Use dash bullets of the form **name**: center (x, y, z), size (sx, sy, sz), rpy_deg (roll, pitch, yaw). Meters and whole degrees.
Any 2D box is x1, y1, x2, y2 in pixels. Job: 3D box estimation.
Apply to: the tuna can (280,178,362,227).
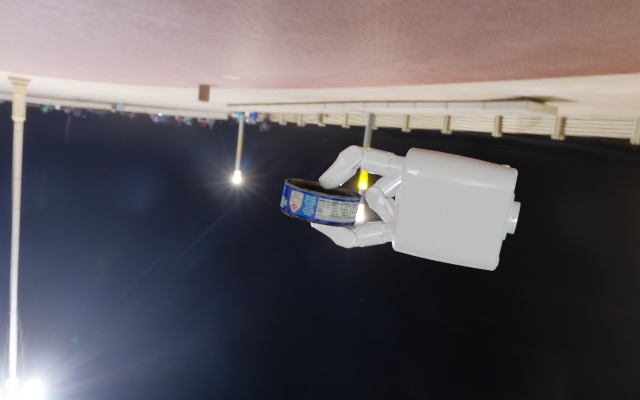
- **tuna can**: center (0.000, 0.002, 0.523), size (0.086, 0.034, 0.086), rpy_deg (12, 9, -2)
